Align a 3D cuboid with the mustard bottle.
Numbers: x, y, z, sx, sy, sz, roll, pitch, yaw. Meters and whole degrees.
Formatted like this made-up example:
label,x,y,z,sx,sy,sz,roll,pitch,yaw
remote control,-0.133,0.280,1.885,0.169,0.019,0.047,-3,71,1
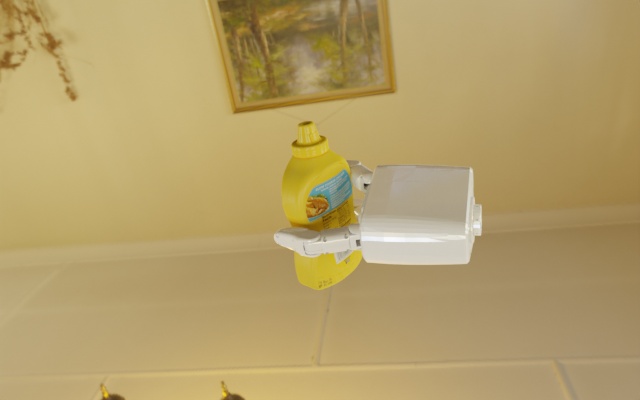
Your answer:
label,x,y,z,sx,sy,sz,roll,pitch,yaw
mustard bottle,0.000,0.002,0.556,0.058,0.192,0.096,15,36,42
